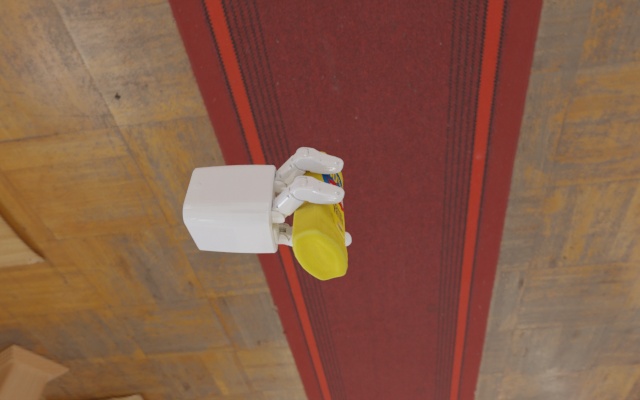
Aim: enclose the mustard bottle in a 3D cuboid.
[{"bbox_3d":[0.000,0.002,0.628,0.058,0.191,0.096,-18,-48,16],"label":"mustard bottle"}]
